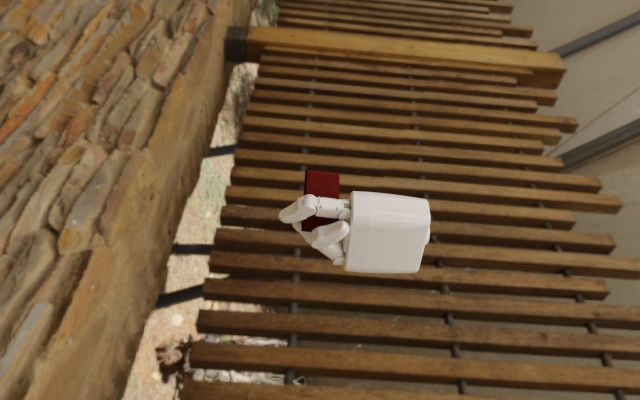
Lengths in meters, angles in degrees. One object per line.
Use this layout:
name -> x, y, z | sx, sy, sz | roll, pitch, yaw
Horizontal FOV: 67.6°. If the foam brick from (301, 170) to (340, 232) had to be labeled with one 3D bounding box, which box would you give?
foam brick -> 0.000, 0.002, 0.698 | 0.051, 0.078, 0.053 | 4, -39, -1
